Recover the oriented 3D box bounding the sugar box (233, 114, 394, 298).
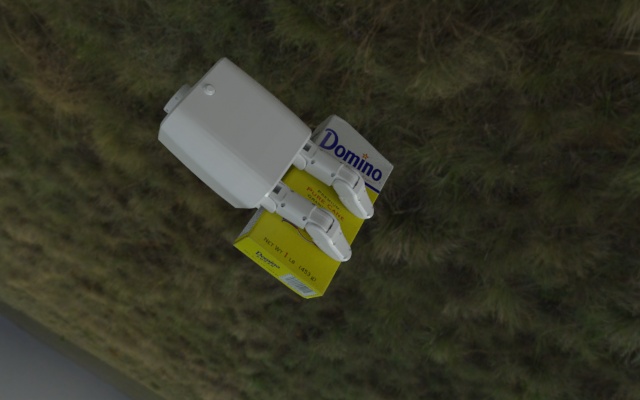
[{"bbox_3d":[0.000,0.001,0.488,0.093,0.176,0.048,40,-29,-14],"label":"sugar box"}]
